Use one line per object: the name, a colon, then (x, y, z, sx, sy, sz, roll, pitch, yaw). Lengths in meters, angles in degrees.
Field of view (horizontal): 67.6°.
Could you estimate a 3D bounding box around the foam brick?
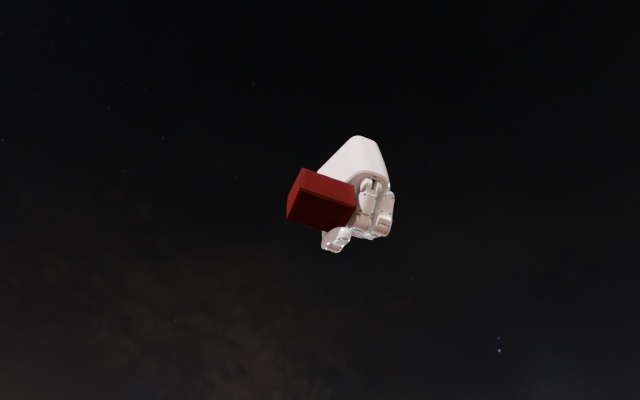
foam brick: (0.000, 0.002, 0.619, 0.078, 0.053, 0.051, 19, 34, -15)
